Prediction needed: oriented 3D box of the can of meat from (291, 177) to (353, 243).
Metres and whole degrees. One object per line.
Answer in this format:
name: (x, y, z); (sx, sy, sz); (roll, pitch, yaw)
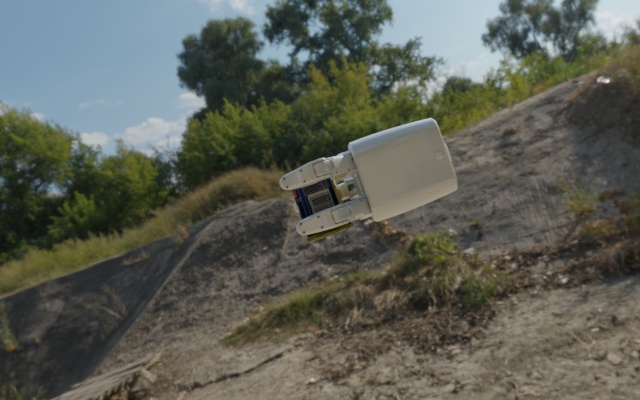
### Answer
can of meat: (0.000, 0.002, 0.598); (0.057, 0.084, 0.102); (-19, -2, 4)
